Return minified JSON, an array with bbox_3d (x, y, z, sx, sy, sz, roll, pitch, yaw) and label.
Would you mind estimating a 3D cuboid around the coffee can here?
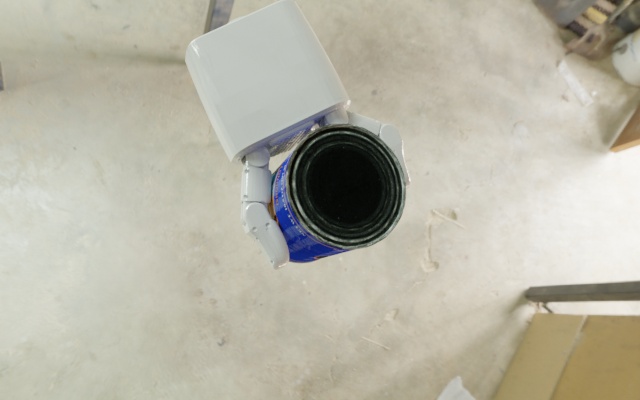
[{"bbox_3d":[0.000,0.002,0.440,0.103,0.102,0.140,0,-11,-19],"label":"coffee can"}]
